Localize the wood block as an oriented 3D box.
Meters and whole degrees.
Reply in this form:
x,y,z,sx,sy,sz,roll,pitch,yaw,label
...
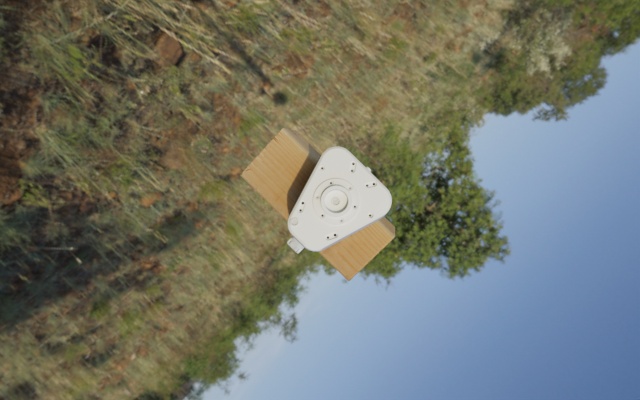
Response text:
x,y,z,sx,sy,sz,roll,pitch,yaw,label
0.000,0.003,0.675,0.206,0.091,0.090,45,10,2,wood block
